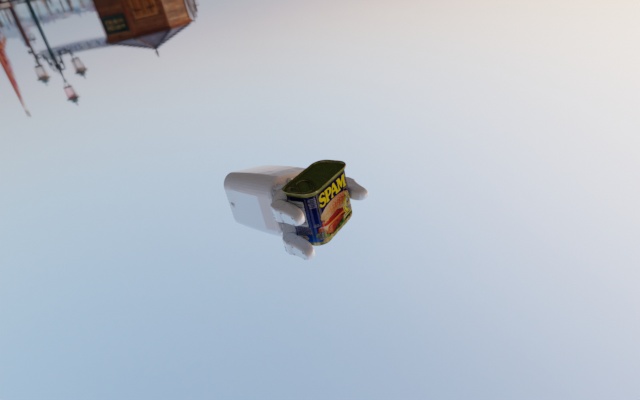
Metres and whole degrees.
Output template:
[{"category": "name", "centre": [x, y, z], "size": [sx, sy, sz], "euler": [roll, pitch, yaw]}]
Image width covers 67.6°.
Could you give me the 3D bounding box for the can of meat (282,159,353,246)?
[{"category": "can of meat", "centre": [0.000, 0.002, 0.671], "size": [0.057, 0.084, 0.102], "euler": [7, 33, 33]}]
